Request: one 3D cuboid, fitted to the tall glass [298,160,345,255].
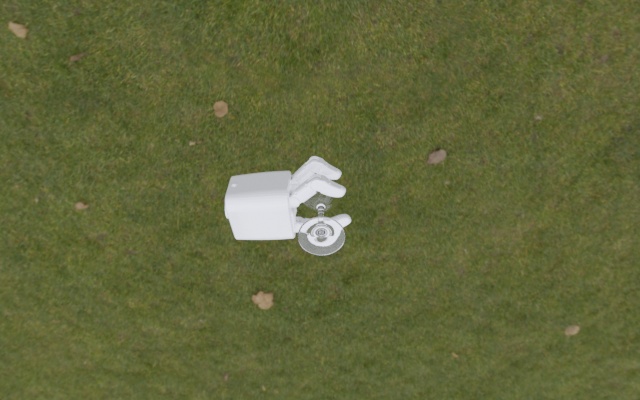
[{"bbox_3d":[0.000,0.003,0.823,0.079,0.079,0.201,0,33,-1],"label":"tall glass"}]
